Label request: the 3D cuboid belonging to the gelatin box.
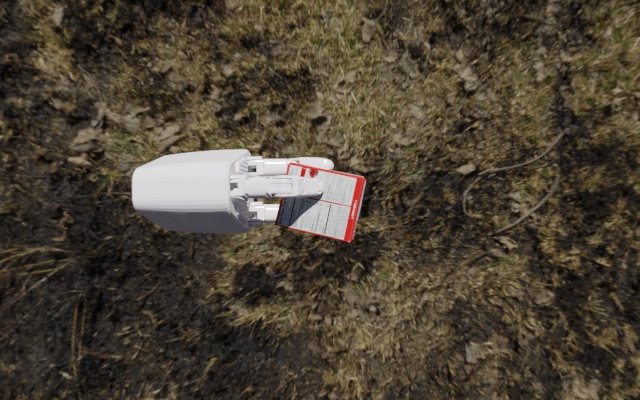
[{"bbox_3d":[0.000,0.002,0.533,0.089,0.073,0.030,12,0,10],"label":"gelatin box"}]
